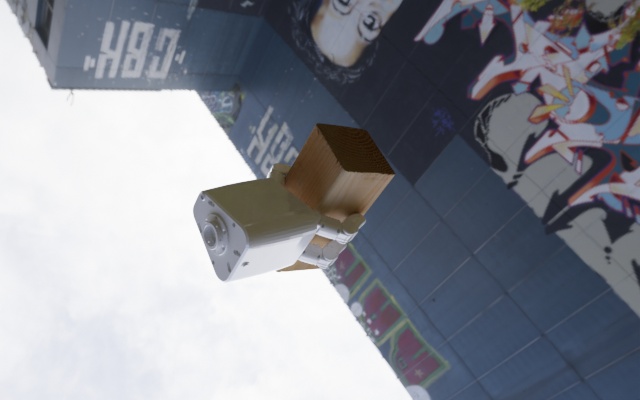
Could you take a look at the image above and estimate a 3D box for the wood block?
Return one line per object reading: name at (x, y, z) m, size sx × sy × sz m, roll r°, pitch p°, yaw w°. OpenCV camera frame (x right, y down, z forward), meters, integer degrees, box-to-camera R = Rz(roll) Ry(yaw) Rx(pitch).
wood block at (0.000, 0.002, 0.671) m, size 0.090 × 0.090 × 0.206 m, roll 1°, pitch -42°, yaw -37°
